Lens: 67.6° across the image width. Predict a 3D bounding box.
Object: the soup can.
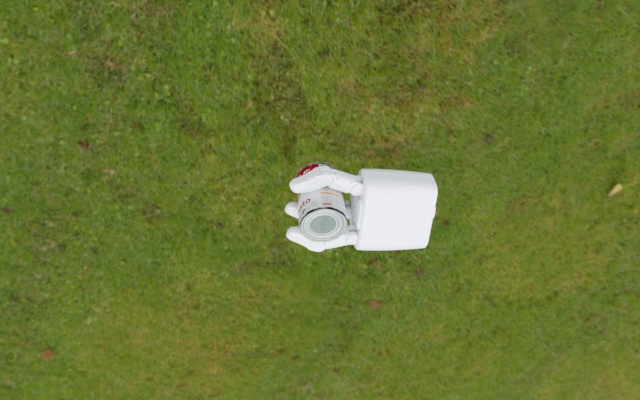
[{"bbox_3d":[0.000,0.002,0.684,0.068,0.069,0.102,0,41,-7],"label":"soup can"}]
